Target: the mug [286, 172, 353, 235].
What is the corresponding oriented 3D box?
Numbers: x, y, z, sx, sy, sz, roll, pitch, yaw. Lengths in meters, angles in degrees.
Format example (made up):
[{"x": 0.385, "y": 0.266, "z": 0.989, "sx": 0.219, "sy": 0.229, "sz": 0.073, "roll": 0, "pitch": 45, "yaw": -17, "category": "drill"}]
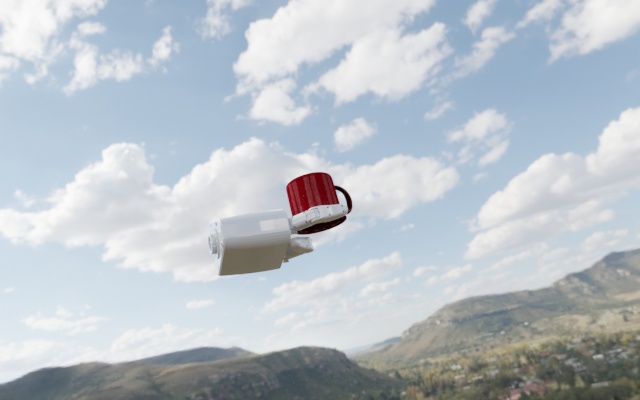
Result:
[{"x": 0.001, "y": 0.002, "z": 0.806, "sx": 0.117, "sy": 0.081, "sz": 0.093, "roll": -7, "pitch": -19, "yaw": -24, "category": "mug"}]
